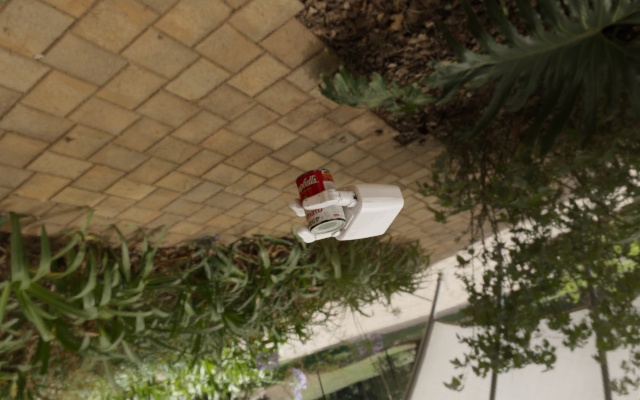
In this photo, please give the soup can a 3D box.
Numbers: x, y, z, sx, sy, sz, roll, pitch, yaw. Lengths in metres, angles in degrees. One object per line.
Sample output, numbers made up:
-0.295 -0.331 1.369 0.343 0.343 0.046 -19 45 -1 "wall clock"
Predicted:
0.000 0.003 0.858 0.068 0.102 0.068 -14 -21 -6 "soup can"
